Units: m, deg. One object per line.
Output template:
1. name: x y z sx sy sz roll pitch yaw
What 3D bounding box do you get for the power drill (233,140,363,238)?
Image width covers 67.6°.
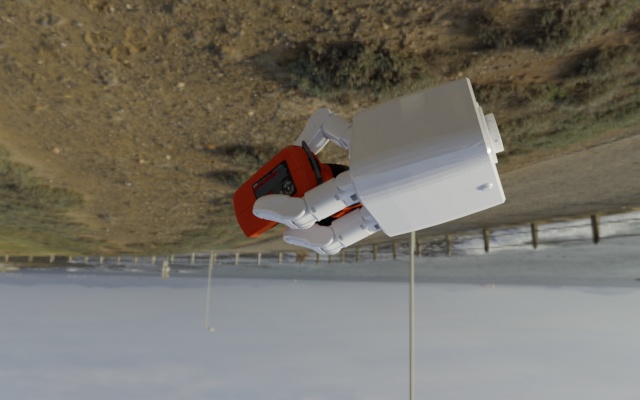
1. power drill: 0.000 0.002 0.523 0.184 0.057 0.187 -38 -23 33
